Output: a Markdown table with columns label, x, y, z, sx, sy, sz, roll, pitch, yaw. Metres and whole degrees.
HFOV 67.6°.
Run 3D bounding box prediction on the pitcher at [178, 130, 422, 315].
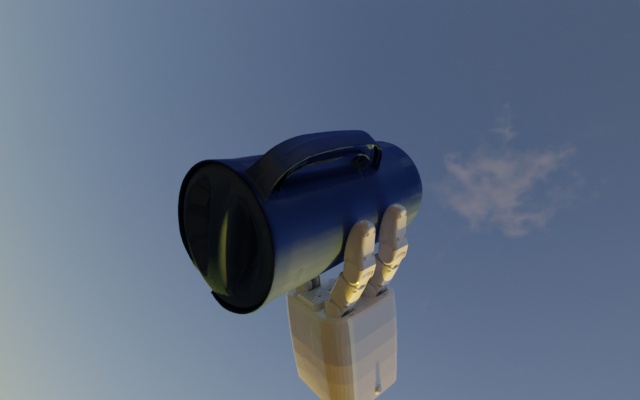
| label | x | y | z | sx | sy | sz | roll | pitch | yaw |
| --- | --- | --- | --- | --- | --- | --- | --- | --- | --- |
| pitcher | 0.000 | 0.002 | 0.470 | 0.149 | 0.145 | 0.243 | 5 | 16 | 44 |
